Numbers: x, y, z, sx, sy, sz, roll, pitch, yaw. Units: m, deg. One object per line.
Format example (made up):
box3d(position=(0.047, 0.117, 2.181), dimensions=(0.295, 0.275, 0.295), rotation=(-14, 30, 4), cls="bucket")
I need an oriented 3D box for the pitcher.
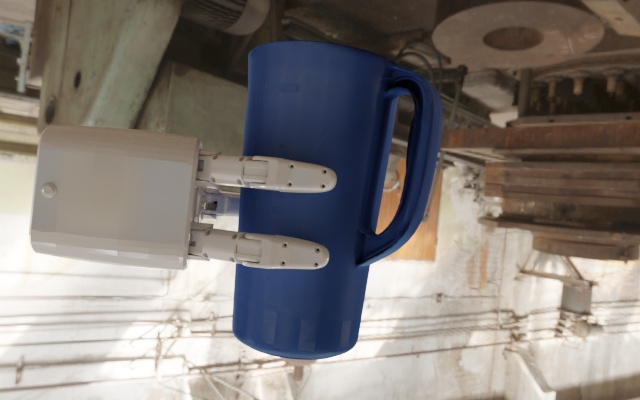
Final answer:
box3d(position=(0.000, 0.001, 0.400), dimensions=(0.145, 0.243, 0.149), rotation=(6, 0, -12), cls="pitcher")
